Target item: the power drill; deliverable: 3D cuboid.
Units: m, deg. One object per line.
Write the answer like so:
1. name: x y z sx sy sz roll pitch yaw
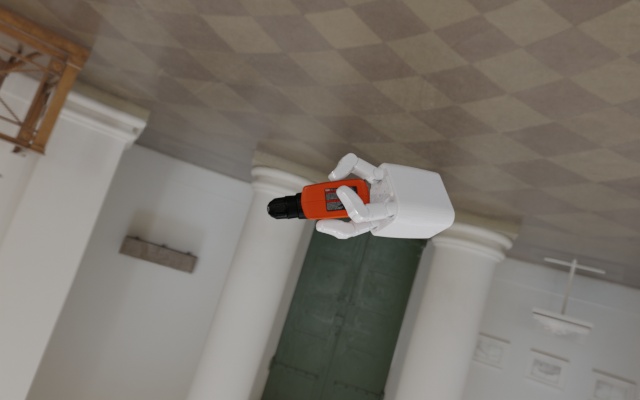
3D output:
1. power drill: 0.000 0.003 0.807 0.184 0.057 0.187 -8 0 -6
